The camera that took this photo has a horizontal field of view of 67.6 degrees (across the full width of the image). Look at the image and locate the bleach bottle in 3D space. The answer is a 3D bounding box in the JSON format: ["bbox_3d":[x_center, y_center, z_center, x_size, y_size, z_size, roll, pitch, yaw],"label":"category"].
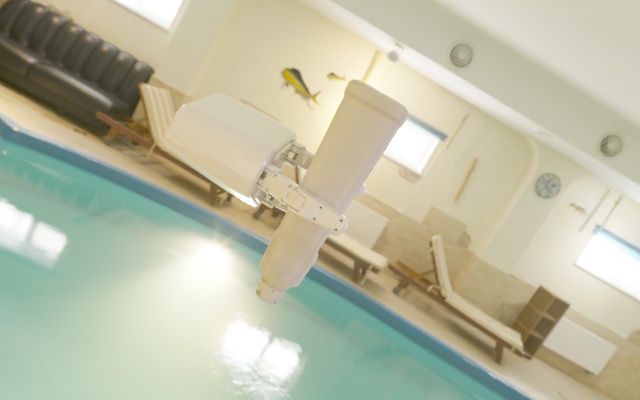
[{"bbox_3d":[0.000,0.002,0.506,0.068,0.251,0.102,30,9,3],"label":"bleach bottle"}]
